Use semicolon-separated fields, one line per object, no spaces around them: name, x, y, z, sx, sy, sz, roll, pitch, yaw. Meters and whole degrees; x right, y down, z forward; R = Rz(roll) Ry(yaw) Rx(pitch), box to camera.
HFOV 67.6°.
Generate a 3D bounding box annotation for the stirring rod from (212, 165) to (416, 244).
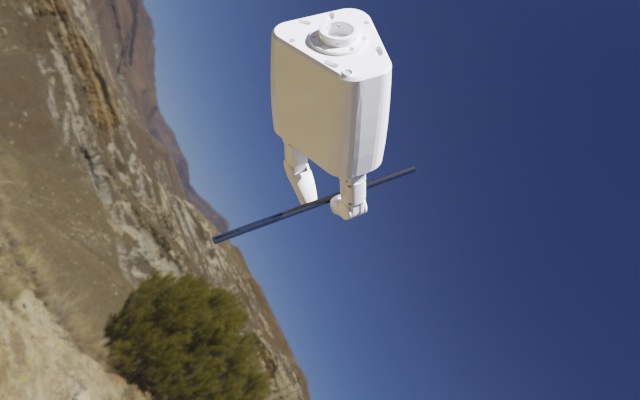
stirring rod;0.000;0.002;0.516;0.239;0.011;0.011;-20;6;-18
